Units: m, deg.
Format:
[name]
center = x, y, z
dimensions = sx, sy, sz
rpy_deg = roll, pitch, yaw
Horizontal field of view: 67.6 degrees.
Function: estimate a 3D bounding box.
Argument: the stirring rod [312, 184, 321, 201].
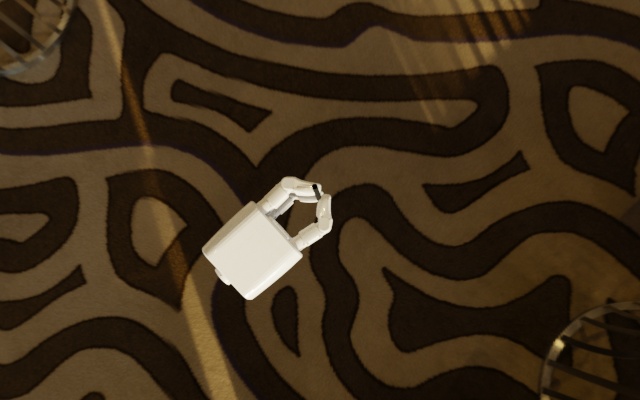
[stirring rod]
center = 0.000, 0.003, 0.776
dimensions = 0.011, 0.011, 0.239
rpy_deg = 0, -10, 4
